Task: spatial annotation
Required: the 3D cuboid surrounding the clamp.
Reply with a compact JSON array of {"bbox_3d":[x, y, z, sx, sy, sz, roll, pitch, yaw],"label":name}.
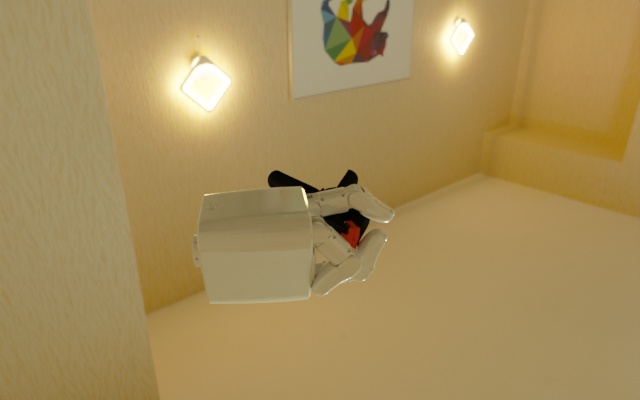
[{"bbox_3d":[0.000,0.002,0.566,0.120,0.039,0.171,-3,25,-7],"label":"clamp"}]
